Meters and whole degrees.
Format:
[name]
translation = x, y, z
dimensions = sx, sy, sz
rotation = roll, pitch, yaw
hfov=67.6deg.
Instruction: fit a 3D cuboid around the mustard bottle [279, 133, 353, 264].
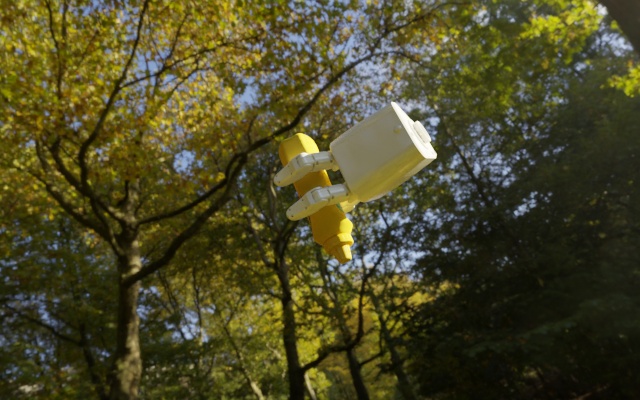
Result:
[mustard bottle]
translation = 0.000, 0.002, 0.688
dimensions = 0.058, 0.191, 0.096
rotation = -24, -24, 1
